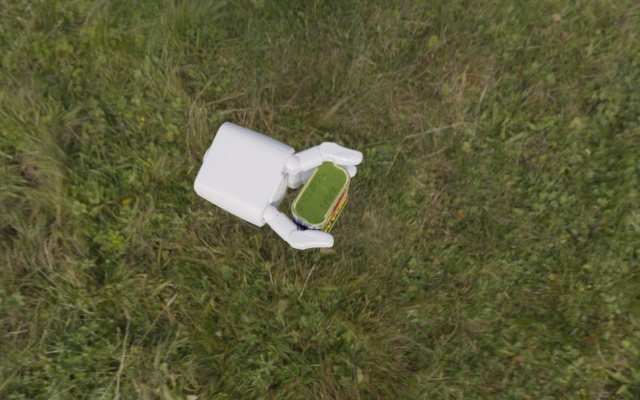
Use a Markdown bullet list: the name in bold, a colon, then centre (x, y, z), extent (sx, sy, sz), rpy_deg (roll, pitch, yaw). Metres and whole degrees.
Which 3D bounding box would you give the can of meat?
- **can of meat**: centre (0.000, 0.002, 0.683), extent (0.057, 0.102, 0.084), rpy_deg (29, -18, 9)
